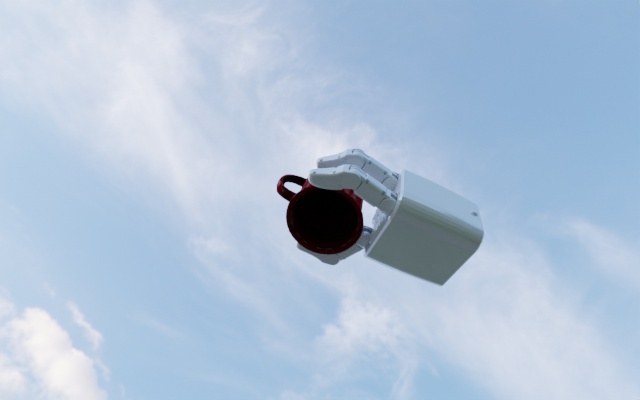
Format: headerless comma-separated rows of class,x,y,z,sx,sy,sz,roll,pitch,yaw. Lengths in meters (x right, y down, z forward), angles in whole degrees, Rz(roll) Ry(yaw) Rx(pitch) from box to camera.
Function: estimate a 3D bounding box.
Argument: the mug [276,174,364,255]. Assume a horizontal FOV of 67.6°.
mug,-0.001,0.001,0.596,0.117,0.093,0.081,25,27,-2
